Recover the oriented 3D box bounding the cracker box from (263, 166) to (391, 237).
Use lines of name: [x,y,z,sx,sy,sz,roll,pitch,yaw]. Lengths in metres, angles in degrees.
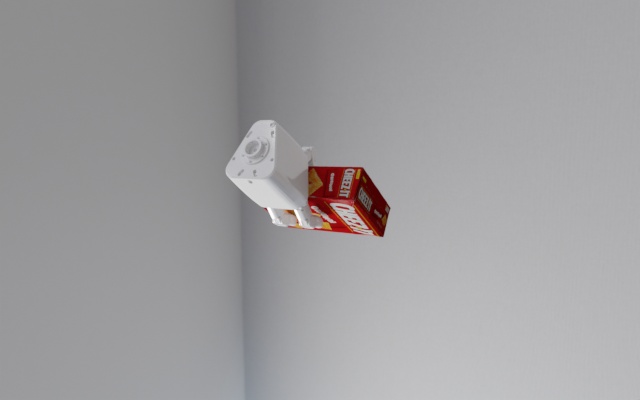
cracker box: [0.000,0.003,0.877,0.213,0.072,0.164,4,-23,28]
